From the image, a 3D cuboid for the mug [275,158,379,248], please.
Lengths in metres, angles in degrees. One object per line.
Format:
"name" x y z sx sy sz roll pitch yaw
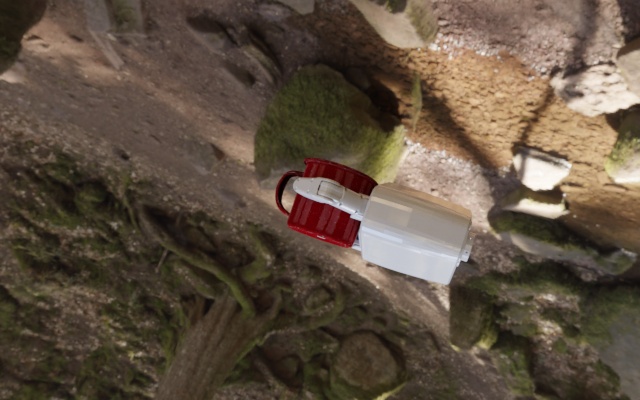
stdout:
"mug" -0.001 0.002 0.559 0.117 0.081 0.093 17 -7 16
